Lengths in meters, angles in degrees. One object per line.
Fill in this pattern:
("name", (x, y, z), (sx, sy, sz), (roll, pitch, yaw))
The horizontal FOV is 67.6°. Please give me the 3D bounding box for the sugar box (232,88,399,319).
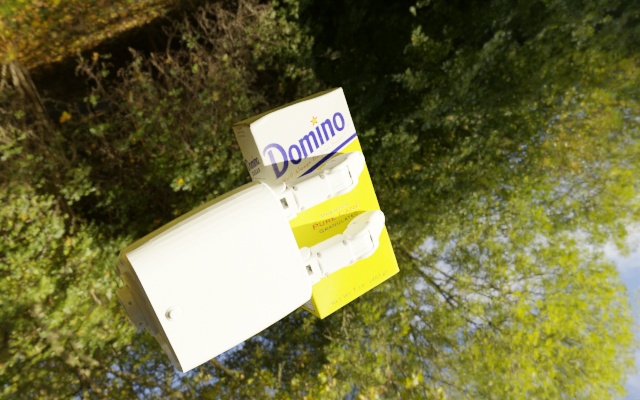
("sugar box", (0.000, 0.002, 0.416), (0.093, 0.176, 0.048), (-27, 19, -25))
